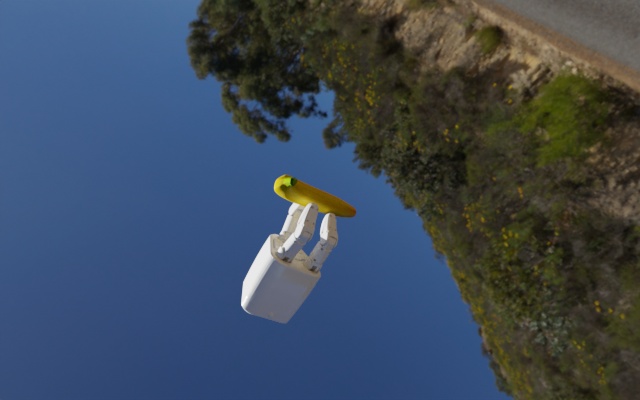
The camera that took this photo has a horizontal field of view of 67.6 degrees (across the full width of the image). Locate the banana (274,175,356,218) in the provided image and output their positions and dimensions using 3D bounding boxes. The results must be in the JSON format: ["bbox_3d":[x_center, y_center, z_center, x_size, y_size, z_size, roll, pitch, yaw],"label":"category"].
[{"bbox_3d":[-0.015,-0.005,0.764,0.069,0.037,0.198,25,1,35],"label":"banana"}]
